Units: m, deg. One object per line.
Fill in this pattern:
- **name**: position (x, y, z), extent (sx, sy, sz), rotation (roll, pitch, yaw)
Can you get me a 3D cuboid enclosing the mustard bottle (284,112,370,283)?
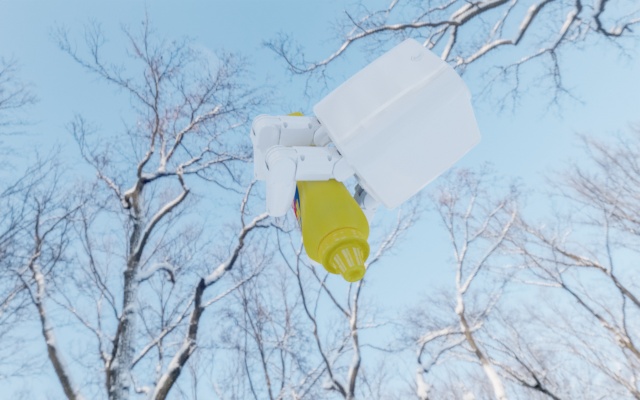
- **mustard bottle**: position (0.000, 0.001, 0.436), extent (0.058, 0.096, 0.191), rotation (-18, 40, -7)
